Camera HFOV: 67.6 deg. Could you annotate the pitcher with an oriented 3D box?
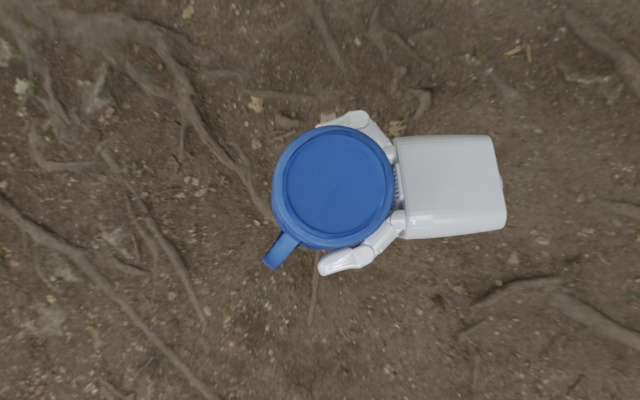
[{"bbox_3d":[0.000,0.002,0.526,0.145,0.149,0.243,-4,-3,-3],"label":"pitcher"}]
